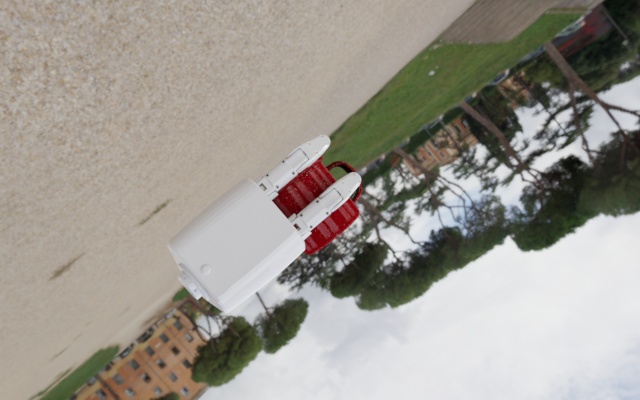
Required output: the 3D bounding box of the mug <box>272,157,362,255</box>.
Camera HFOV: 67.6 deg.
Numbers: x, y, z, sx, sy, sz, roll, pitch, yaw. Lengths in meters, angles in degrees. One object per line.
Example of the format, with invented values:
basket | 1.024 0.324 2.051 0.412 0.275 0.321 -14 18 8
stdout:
mug | 0.001 0.001 0.564 0.117 0.081 0.093 -40 1 -21
